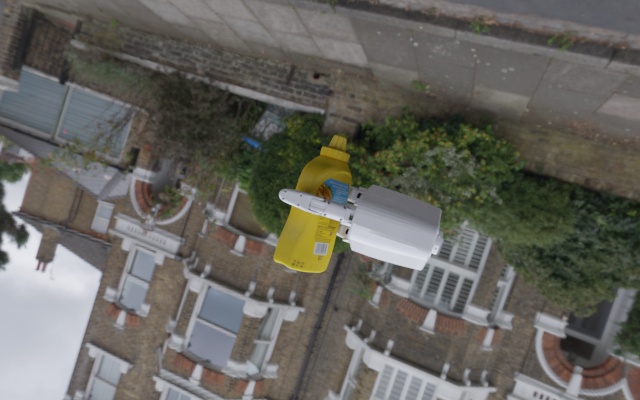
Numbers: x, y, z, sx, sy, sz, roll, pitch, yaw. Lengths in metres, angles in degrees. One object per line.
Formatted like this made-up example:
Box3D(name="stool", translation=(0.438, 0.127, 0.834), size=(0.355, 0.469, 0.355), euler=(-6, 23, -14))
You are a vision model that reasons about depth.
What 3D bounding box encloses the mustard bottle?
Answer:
Box3D(name="mustard bottle", translation=(0.000, 0.002, 0.668), size=(0.058, 0.191, 0.096), euler=(19, 2, 36))
